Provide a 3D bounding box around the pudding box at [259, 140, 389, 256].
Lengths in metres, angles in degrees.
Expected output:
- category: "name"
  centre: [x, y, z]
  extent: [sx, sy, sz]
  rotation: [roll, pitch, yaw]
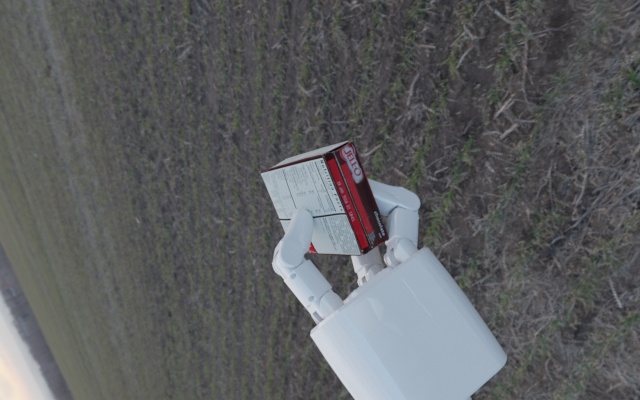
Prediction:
- category: "pudding box"
  centre: [0.000, 0.002, 0.425]
  extent: [0.039, 0.090, 0.113]
  rotation: [-28, 12, -34]
